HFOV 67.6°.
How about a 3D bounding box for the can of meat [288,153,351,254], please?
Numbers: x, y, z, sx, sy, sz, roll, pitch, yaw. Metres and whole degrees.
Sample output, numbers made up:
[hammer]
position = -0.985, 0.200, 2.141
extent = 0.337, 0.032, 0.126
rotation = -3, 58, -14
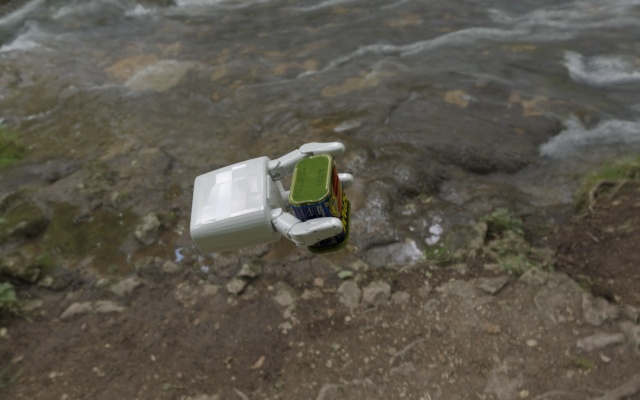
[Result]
[can of meat]
position = 0.000, 0.002, 0.610
extent = 0.057, 0.084, 0.102
rotation = -11, 38, 14
